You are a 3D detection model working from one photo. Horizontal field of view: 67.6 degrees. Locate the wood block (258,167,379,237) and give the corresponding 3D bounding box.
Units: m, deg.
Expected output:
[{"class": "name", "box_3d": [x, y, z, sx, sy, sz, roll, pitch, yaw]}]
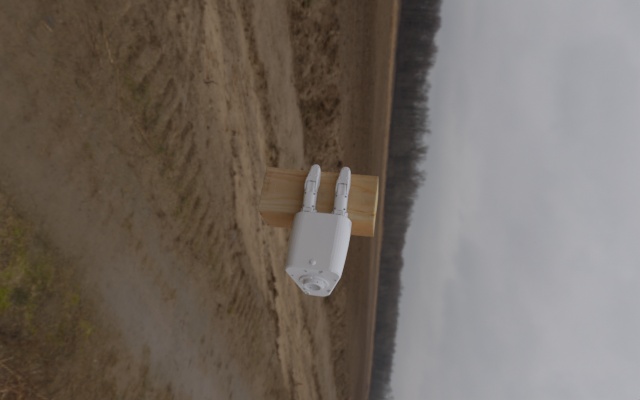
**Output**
[{"class": "wood block", "box_3d": [0.000, 0.003, 0.889, 0.206, 0.090, 0.091, 6, -22, 9]}]
